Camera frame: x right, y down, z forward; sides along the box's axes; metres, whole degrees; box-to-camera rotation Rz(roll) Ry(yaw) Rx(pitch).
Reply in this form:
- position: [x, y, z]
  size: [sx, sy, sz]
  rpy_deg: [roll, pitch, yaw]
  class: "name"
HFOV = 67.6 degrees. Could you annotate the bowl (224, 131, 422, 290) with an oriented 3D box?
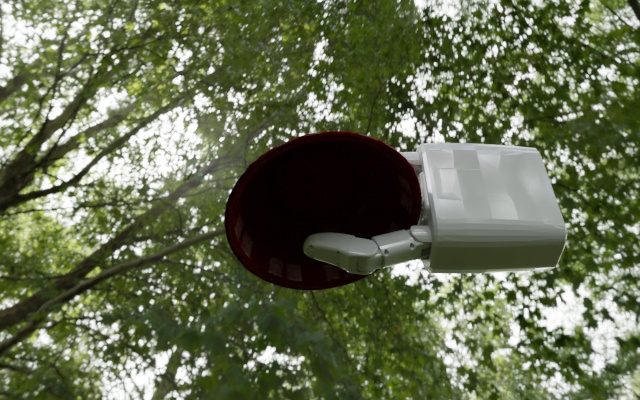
- position: [-0.001, 0.001, 0.405]
  size: [0.162, 0.162, 0.055]
  rpy_deg: [0, 36, -12]
  class: "bowl"
